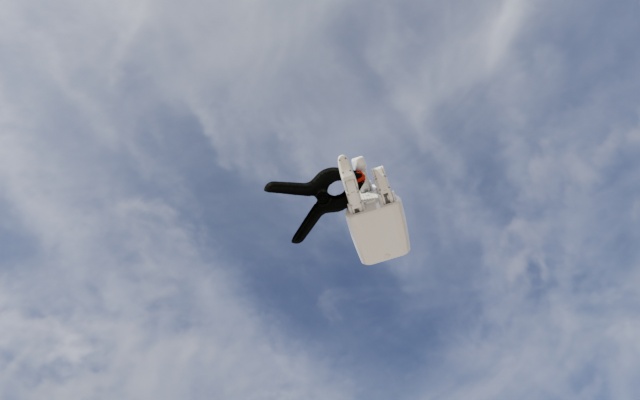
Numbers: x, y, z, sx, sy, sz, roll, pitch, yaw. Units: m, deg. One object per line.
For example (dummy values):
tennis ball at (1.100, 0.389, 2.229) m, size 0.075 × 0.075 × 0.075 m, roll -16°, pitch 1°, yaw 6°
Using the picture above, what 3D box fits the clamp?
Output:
clamp at (0.000, 0.002, 0.827) m, size 0.171 × 0.120 × 0.039 m, roll -16°, pitch 24°, yaw 2°
